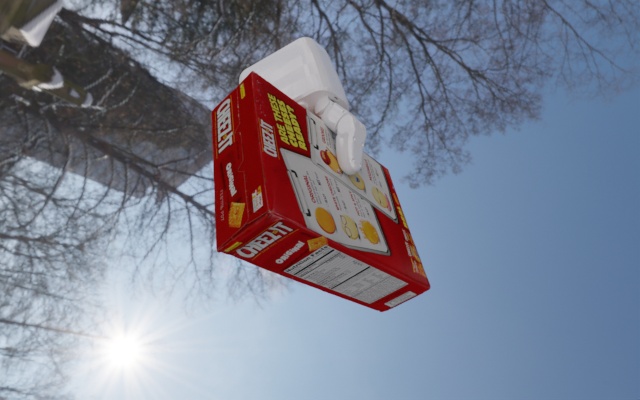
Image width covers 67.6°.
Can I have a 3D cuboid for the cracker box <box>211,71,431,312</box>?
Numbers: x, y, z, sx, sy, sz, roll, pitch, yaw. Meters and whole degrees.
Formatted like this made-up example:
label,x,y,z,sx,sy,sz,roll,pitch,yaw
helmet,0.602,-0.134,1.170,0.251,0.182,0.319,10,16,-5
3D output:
label,x,y,z,sx,sy,sz,roll,pitch,yaw
cracker box,0.000,0.001,0.458,0.072,0.164,0.214,-36,-44,27
